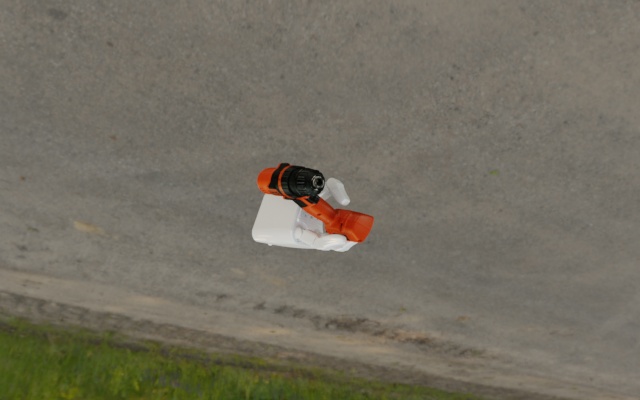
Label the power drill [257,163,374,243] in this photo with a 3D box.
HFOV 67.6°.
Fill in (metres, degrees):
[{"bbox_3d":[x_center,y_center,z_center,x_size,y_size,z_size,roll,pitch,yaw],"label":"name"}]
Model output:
[{"bbox_3d":[0.000,0.003,0.800,0.188,0.057,0.184,36,-14,-28],"label":"power drill"}]
